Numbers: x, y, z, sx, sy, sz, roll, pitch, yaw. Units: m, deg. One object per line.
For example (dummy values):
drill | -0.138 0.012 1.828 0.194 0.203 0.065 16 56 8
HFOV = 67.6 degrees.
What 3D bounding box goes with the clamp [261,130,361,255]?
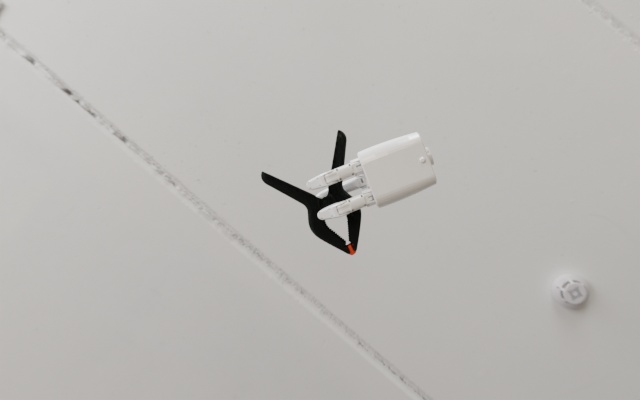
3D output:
clamp | 0.001 0.003 0.835 0.164 0.210 0.036 -21 1 7
